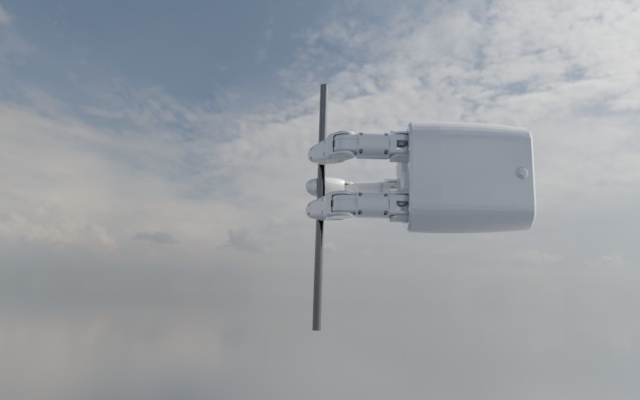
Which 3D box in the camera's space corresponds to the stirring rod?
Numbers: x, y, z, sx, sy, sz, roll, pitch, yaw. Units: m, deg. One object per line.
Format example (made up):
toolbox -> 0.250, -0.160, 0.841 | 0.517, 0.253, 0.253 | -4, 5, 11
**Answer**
stirring rod -> 0.000, 0.002, 0.462 | 0.011, 0.239, 0.011 | 2, -11, 0
